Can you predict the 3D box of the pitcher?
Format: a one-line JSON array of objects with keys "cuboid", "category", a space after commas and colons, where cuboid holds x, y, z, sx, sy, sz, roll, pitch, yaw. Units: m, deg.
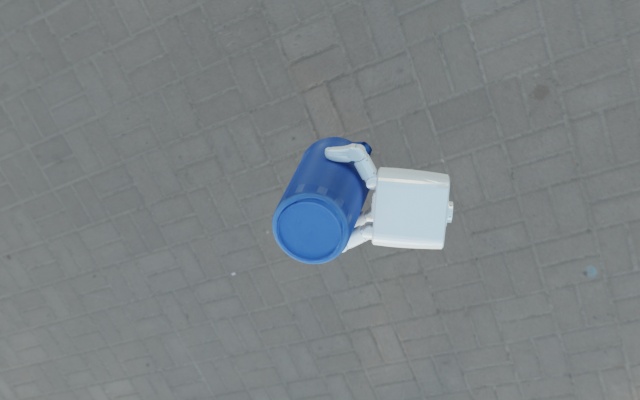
[{"cuboid": [0.000, 0.002, 0.745, 0.145, 0.149, 0.242, 5, 23, 10], "category": "pitcher"}]
